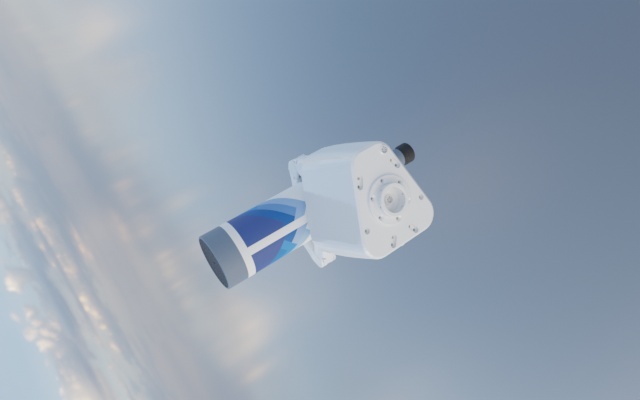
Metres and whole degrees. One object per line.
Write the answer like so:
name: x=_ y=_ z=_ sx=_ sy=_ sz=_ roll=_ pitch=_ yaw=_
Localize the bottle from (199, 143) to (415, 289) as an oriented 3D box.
bottle: x=0.000 y=0.002 z=0.581 sx=0.295 sy=0.069 sz=0.069 roll=-30 pitch=13 yaw=-23
